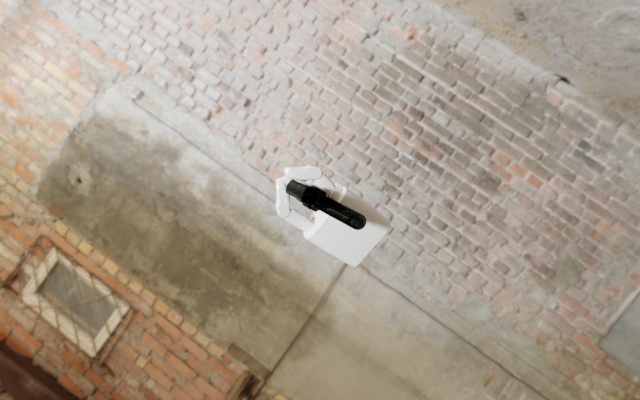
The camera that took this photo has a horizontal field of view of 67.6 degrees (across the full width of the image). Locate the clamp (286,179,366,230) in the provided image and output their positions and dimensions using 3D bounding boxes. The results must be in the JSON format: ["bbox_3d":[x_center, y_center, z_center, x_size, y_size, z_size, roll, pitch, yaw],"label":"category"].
[{"bbox_3d":[0.000,0.003,0.746,0.120,0.039,0.171,34,1,-16],"label":"clamp"}]
